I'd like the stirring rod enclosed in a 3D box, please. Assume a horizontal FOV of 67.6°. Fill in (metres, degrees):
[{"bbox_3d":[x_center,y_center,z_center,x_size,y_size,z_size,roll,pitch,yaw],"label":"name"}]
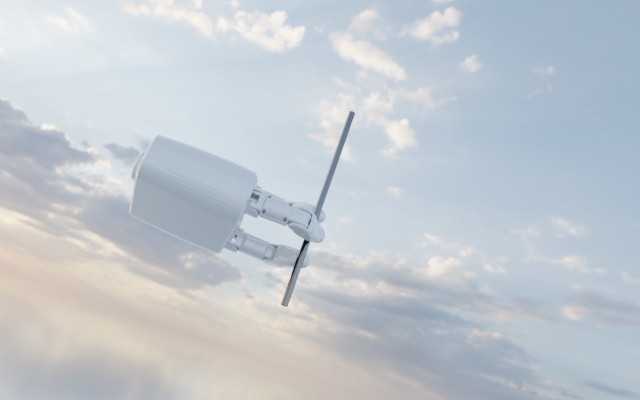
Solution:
[{"bbox_3d":[0.000,0.002,0.532,0.011,0.239,0.011,17,-20,6],"label":"stirring rod"}]
